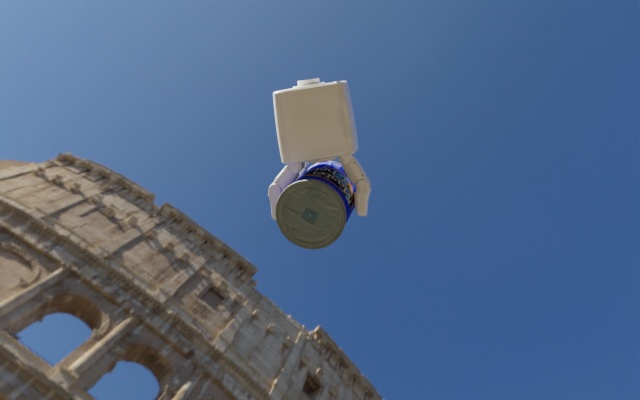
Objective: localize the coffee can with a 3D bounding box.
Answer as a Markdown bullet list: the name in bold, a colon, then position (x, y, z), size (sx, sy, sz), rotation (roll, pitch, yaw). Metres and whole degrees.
- **coffee can**: position (0.000, 0.003, 0.736), size (0.103, 0.103, 0.140), rotation (0, 16, 13)
